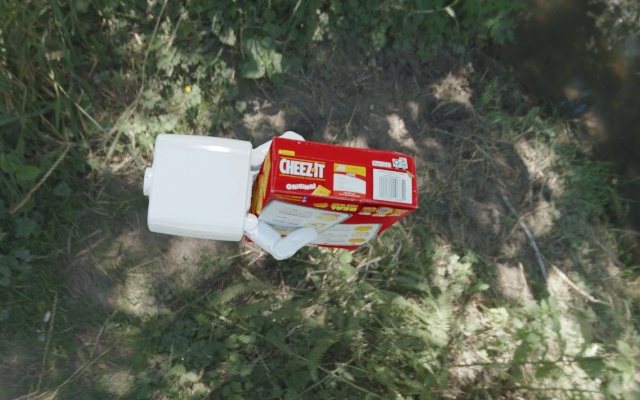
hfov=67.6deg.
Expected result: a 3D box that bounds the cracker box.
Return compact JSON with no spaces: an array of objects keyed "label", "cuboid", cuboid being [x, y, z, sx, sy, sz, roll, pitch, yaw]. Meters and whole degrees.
[{"label":"cracker box","cuboid":[0.000,0.002,0.598,0.164,0.072,0.214,6,-19,-14]}]
